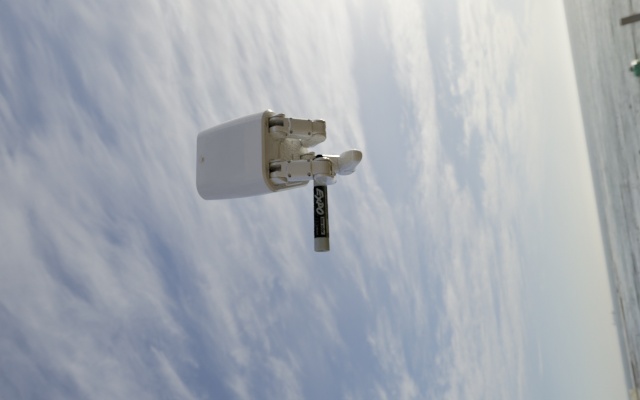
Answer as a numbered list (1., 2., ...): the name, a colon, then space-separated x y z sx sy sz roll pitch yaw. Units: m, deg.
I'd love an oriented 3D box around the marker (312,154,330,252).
1. marker: 0.000 0.002 0.583 0.020 0.121 0.020 -2 -13 0
